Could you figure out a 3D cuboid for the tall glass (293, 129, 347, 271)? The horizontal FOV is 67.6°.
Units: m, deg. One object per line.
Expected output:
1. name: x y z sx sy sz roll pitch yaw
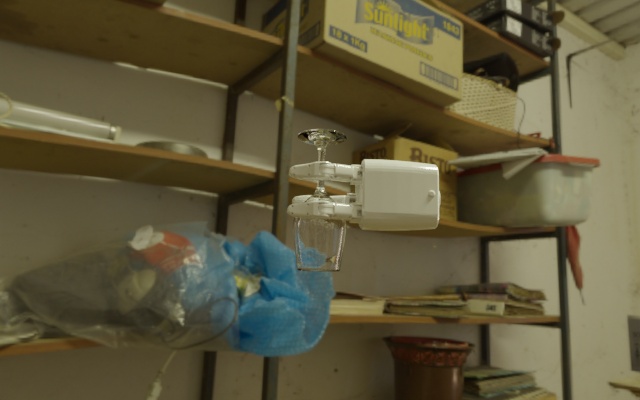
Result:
1. tall glass: 0.000 0.002 0.700 0.079 0.201 0.079 2 -10 0
